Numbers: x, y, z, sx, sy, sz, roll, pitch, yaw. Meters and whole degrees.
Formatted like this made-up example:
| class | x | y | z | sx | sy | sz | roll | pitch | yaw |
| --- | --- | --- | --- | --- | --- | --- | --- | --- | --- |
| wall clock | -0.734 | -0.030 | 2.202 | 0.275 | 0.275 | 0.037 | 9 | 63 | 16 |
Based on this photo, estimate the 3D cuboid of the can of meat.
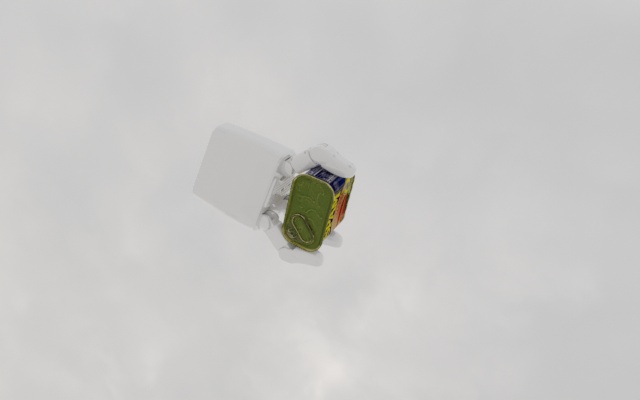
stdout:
| class | x | y | z | sx | sy | sz | roll | pitch | yaw |
| --- | --- | --- | --- | --- | --- | --- | --- | --- | --- |
| can of meat | 0.000 | 0.002 | 0.618 | 0.057 | 0.102 | 0.084 | 23 | 30 | 16 |
